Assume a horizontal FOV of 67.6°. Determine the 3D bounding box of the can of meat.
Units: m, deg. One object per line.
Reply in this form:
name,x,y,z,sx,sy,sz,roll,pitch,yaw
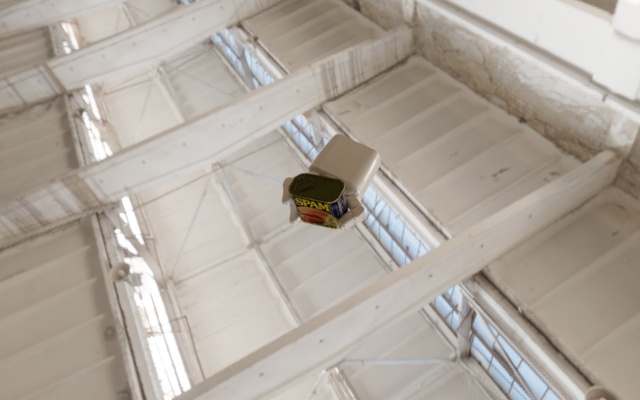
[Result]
can of meat,0.000,0.003,0.886,0.102,0.057,0.084,12,-37,24
